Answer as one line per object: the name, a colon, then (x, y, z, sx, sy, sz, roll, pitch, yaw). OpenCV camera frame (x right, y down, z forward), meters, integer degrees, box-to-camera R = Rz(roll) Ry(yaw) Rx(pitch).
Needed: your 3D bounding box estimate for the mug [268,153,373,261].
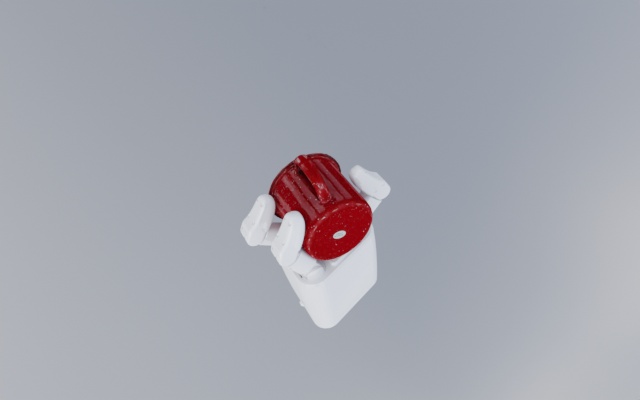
mug: (0.000, 0.001, 0.502, 0.093, 0.117, 0.081, -29, 49, -12)
